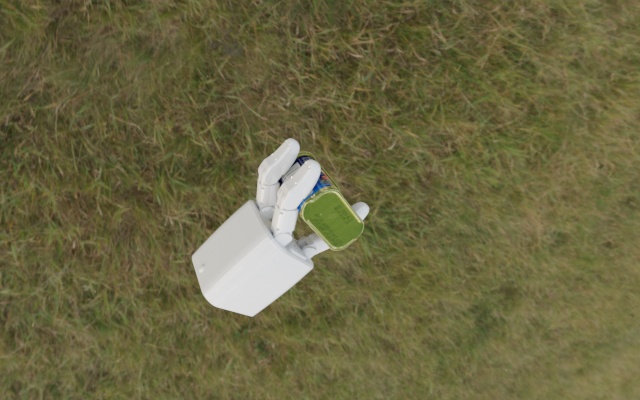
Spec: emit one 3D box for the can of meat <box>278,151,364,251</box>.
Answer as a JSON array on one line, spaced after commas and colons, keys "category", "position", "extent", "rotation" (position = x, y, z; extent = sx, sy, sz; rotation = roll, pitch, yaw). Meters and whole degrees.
[{"category": "can of meat", "position": [0.000, 0.002, 0.575], "extent": [0.102, 0.057, 0.084], "rotation": [49, 4, -42]}]
